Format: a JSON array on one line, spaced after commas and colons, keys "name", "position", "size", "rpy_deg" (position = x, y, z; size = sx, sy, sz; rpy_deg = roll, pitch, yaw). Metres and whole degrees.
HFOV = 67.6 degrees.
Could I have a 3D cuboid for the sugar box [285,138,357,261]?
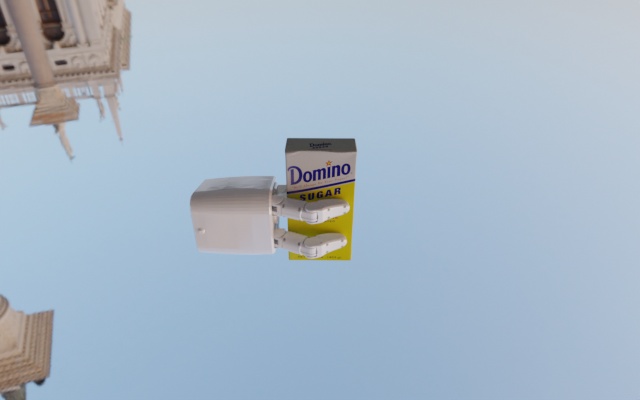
[{"name": "sugar box", "position": [0.000, 0.003, 0.653], "size": [0.093, 0.176, 0.048], "rpy_deg": [0, 34, 0]}]
